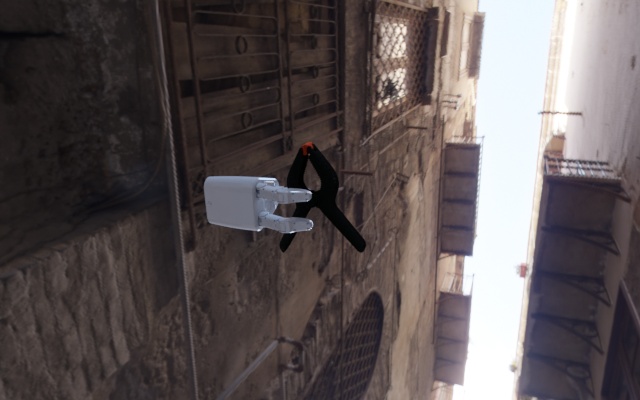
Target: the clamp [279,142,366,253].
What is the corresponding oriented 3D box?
[{"bbox_3d":[0.000,0.002,0.846,0.164,0.210,0.036,4,19,16],"label":"clamp"}]
